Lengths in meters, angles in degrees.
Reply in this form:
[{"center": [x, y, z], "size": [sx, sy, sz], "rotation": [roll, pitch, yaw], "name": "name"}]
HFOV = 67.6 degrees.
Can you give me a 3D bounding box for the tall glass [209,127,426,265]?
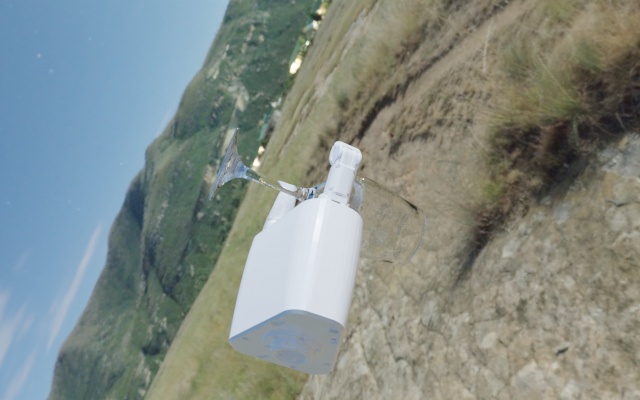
[{"center": [-0.001, 0.001, 0.465], "size": [0.201, 0.079, 0.079], "rotation": [21, -4, -11], "name": "tall glass"}]
